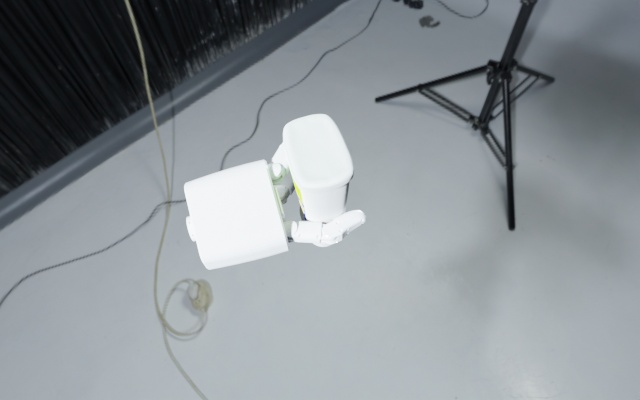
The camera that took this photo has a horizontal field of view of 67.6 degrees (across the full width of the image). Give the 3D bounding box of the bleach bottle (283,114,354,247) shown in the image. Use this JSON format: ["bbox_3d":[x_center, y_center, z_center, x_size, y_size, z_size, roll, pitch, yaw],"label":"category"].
[{"bbox_3d":[0.000,0.002,0.632,0.068,0.102,0.251,-16,-29,-6],"label":"bleach bottle"}]
